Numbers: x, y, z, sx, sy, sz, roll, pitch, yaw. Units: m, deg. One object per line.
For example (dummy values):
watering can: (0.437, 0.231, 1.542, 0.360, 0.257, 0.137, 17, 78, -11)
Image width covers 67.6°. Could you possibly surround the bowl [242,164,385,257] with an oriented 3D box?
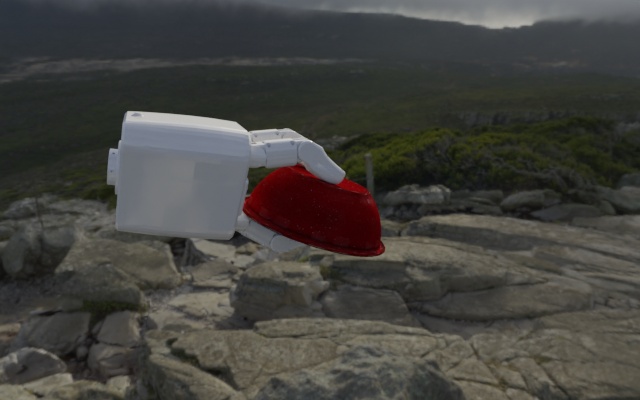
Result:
bowl: (0.001, 0.001, 0.504, 0.162, 0.055, 0.162, 18, 10, -3)
